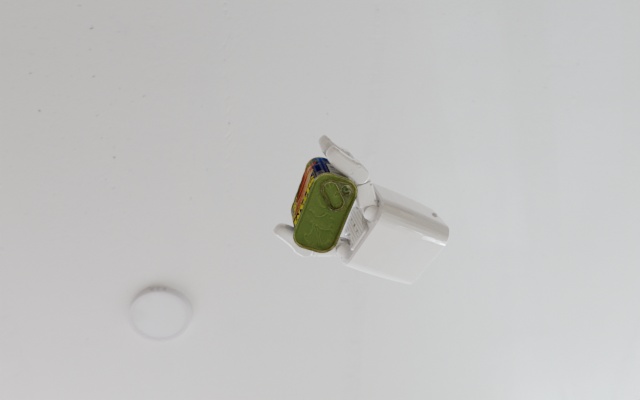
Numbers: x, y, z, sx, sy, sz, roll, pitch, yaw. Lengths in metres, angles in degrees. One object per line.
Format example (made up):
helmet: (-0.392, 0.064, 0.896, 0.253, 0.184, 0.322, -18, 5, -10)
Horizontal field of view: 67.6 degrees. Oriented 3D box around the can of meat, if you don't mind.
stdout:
can of meat: (0.000, 0.002, 0.610, 0.057, 0.102, 0.084, 17, 18, -14)
